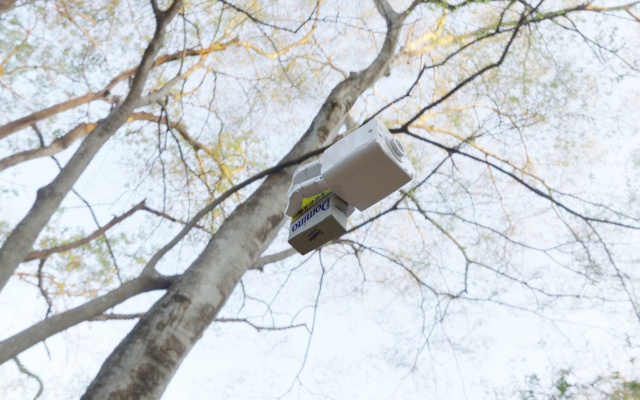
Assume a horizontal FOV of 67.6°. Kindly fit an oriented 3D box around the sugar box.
[{"bbox_3d":[0.000,0.002,0.797,0.093,0.048,0.176,-32,26,25],"label":"sugar box"}]
